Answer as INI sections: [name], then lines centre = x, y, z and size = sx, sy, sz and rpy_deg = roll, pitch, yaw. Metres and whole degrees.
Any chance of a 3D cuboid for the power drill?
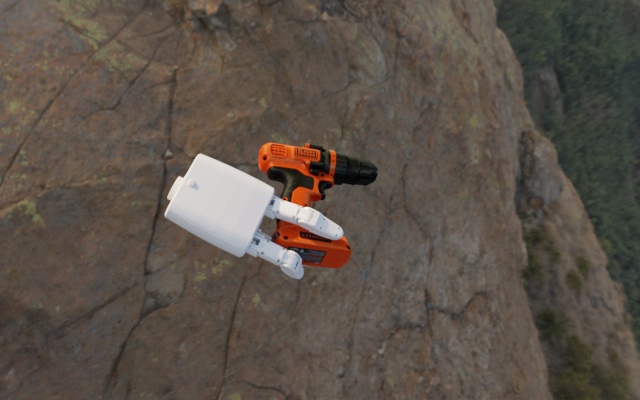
[power drill]
centre = 0.000, 0.003, 0.682
size = 0.184, 0.187, 0.057
rpy_deg = 7, -39, -11
